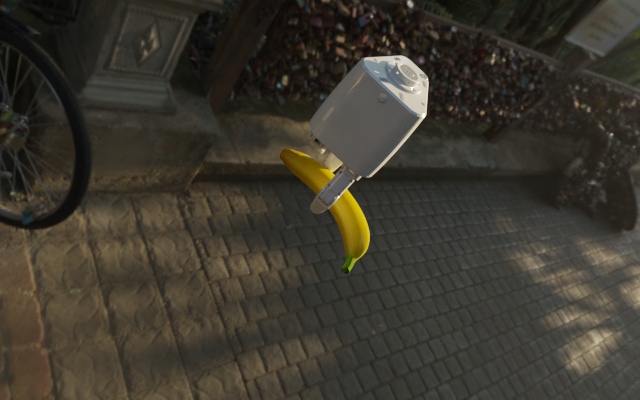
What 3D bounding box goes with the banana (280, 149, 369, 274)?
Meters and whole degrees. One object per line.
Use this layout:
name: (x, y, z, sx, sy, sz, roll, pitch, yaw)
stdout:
banana: (0.015, 0.002, 0.659, 0.069, 0.197, 0.037, -12, -26, -44)
